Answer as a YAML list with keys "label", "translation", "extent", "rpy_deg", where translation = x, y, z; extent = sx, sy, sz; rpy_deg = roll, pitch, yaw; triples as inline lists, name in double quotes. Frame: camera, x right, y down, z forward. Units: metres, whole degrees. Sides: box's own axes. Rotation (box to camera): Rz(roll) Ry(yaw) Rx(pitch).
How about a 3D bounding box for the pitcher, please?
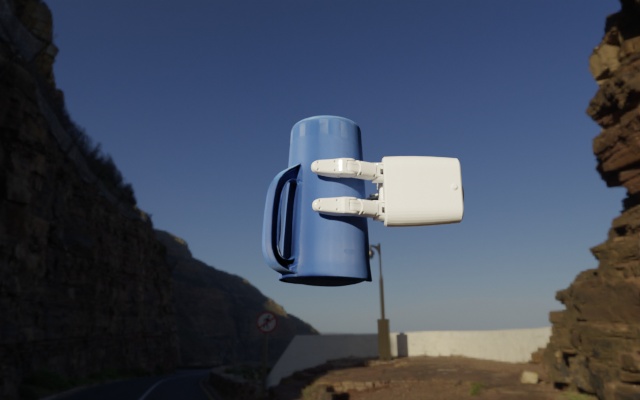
- label: "pitcher"
  translation: [0.000, 0.002, 0.698]
  extent: [0.145, 0.242, 0.149]
  rpy_deg: [-1, -15, 4]
